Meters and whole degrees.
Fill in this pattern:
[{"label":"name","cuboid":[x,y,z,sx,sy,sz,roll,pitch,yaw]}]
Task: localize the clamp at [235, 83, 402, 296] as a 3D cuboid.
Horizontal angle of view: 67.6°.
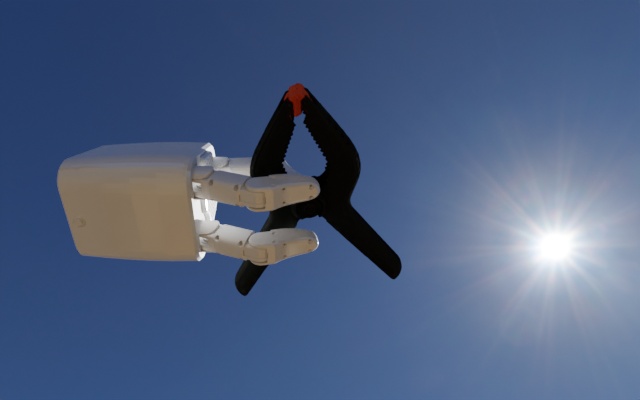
[{"label":"clamp","cuboid":[0.000,0.001,0.430,0.164,0.210,0.036,-1,32,-5]}]
